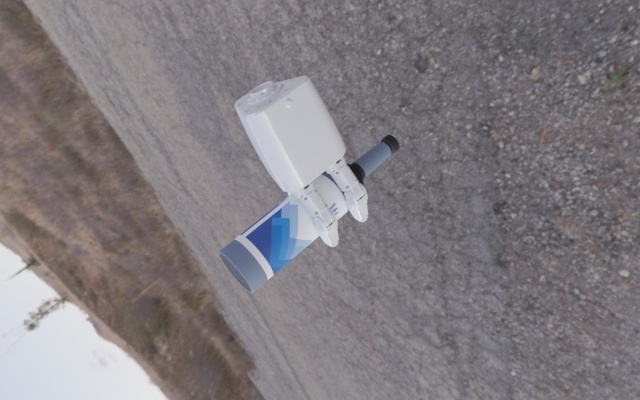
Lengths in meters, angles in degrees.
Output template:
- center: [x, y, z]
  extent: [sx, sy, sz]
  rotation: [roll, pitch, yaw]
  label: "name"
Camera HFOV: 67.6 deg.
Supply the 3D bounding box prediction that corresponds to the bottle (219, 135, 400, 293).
- center: [0.000, 0.002, 0.645]
  extent: [0.295, 0.069, 0.069]
  rotation: [-40, 17, -21]
  label: "bottle"
